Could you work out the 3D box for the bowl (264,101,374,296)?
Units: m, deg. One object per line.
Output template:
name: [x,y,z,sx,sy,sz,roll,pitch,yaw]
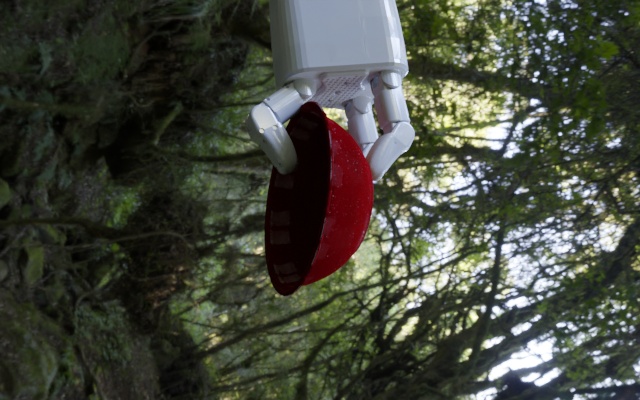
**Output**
bowl: [0.000,0.003,0.406,0.055,0.162,0.162,9,-3,-21]
